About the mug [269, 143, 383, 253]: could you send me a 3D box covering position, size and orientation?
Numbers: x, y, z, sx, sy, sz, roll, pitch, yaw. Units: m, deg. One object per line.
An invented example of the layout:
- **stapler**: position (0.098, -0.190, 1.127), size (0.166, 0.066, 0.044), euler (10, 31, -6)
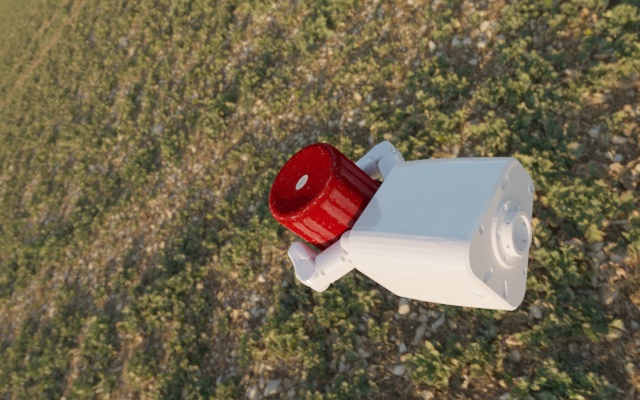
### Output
- **mug**: position (-0.001, 0.001, 0.444), size (0.117, 0.093, 0.081), euler (-2, -30, 47)
